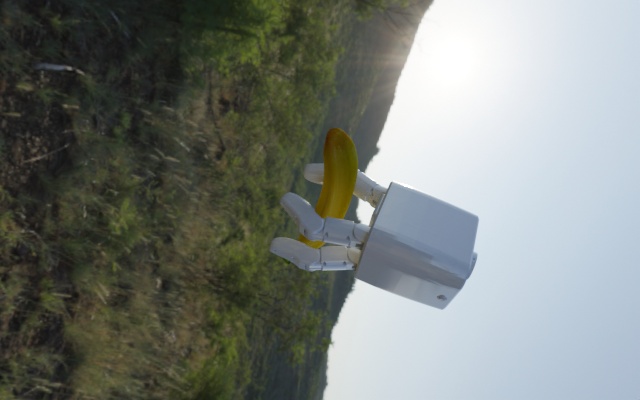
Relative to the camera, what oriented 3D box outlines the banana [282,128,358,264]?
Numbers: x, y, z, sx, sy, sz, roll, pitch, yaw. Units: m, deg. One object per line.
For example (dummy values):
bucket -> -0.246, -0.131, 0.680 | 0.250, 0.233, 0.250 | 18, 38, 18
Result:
banana -> 0.010, -0.003, 0.536 | 0.037, 0.198, 0.069 | 35, 41, 18
